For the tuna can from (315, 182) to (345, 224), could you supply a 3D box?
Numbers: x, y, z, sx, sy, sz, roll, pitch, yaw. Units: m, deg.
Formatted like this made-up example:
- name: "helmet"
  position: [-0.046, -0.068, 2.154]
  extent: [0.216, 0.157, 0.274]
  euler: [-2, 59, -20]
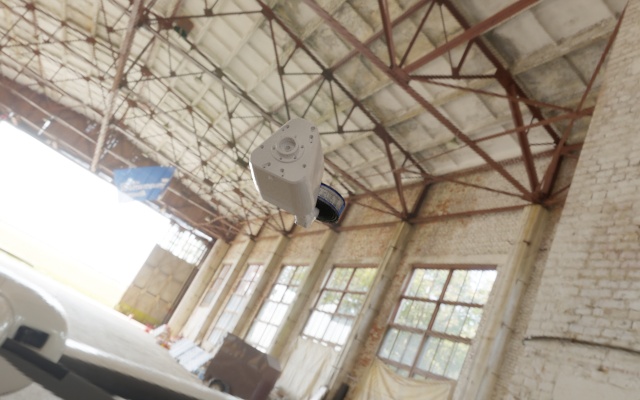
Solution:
- name: "tuna can"
  position: [0.000, 0.002, 0.850]
  extent: [0.086, 0.033, 0.086]
  euler: [23, -26, 12]
